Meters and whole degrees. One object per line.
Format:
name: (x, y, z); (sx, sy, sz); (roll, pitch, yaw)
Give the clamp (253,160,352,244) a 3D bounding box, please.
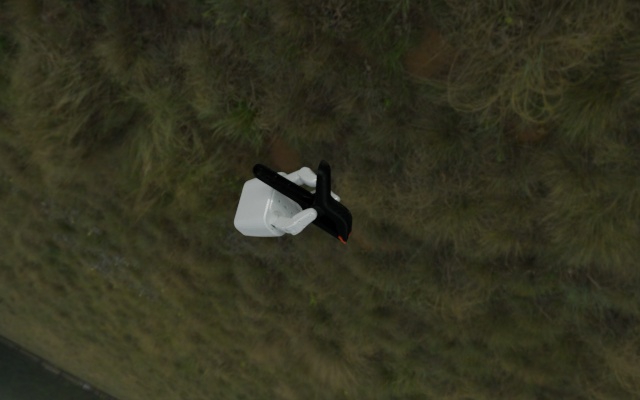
clamp: (0.000, 0.004, 0.810); (0.164, 0.036, 0.210); (-4, -41, 48)
